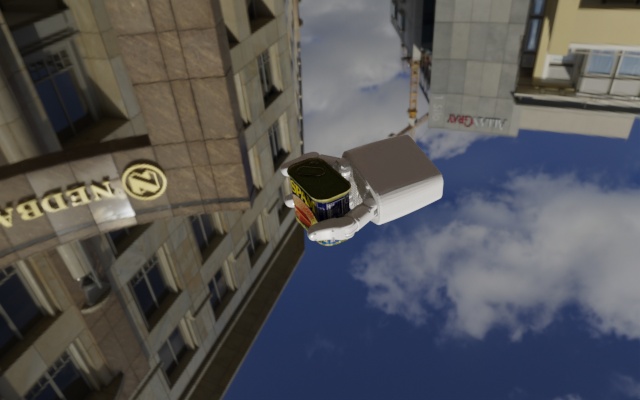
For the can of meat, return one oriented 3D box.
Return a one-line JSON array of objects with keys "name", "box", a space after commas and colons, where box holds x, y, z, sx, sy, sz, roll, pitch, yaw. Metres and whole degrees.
[{"name": "can of meat", "box": [0.000, 0.002, 0.659, 0.057, 0.084, 0.102, -23, 40, -21]}]
